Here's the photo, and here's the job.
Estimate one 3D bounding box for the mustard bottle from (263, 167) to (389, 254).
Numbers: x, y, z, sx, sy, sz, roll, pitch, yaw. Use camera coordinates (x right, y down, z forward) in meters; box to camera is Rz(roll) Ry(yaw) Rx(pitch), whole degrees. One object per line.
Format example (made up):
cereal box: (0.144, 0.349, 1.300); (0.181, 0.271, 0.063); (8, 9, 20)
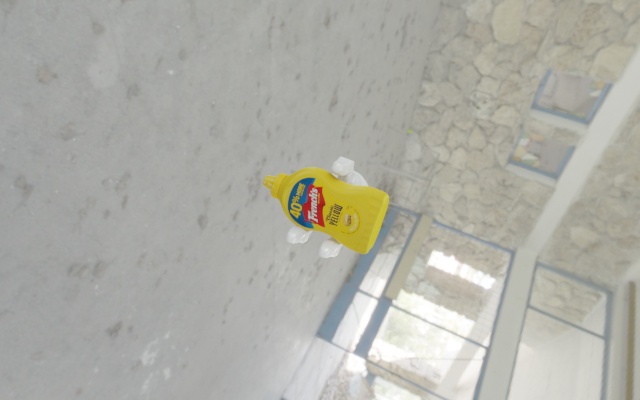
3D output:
mustard bottle: (0.000, 0.002, 0.723); (0.191, 0.096, 0.058); (22, 23, 15)
